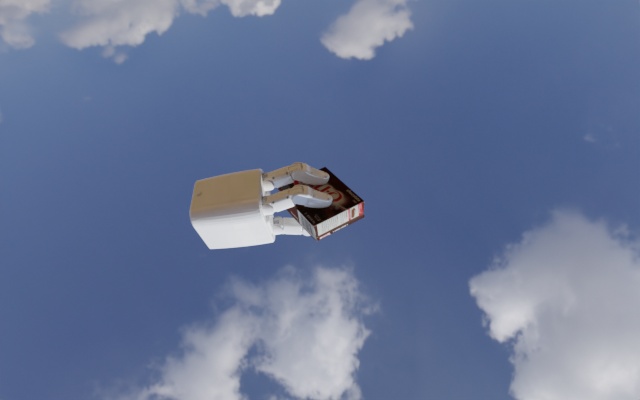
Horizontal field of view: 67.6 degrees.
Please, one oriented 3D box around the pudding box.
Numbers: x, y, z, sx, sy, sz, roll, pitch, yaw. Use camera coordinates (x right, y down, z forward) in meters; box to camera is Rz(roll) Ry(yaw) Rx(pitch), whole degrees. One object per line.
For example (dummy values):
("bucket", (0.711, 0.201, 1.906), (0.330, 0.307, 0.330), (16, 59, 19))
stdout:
("pudding box", (0.000, 0.003, 0.732), (0.090, 0.039, 0.113), (-26, 46, -20))
